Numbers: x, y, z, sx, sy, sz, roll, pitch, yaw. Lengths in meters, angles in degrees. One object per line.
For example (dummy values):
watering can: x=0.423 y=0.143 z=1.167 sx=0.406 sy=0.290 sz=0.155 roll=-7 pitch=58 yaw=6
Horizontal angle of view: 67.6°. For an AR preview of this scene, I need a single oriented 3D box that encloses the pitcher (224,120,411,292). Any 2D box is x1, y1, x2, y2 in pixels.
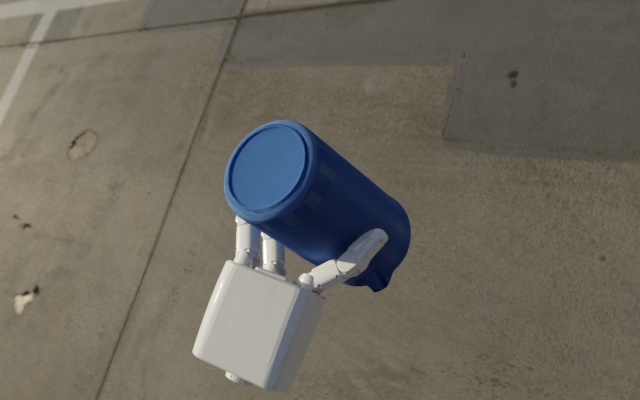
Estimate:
pitcher: x=0.000 y=0.002 z=0.551 sx=0.149 sy=0.145 sz=0.243 roll=17 pitch=-12 yaw=34
